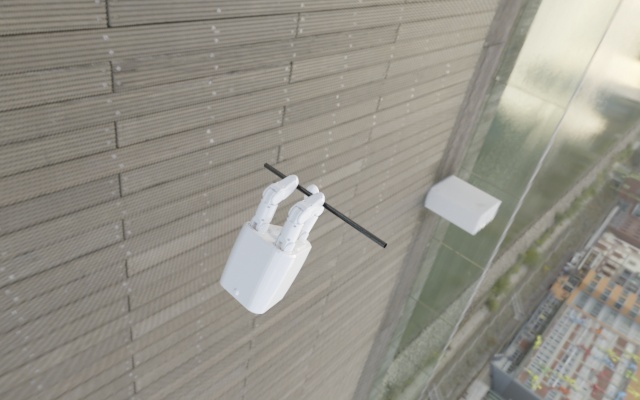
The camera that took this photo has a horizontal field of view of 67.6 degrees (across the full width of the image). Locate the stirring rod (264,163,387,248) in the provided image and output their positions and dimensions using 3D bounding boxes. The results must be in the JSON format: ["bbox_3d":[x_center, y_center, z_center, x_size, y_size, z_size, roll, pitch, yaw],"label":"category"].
[{"bbox_3d":[0.000,0.002,0.701,0.239,0.011,0.011,34,18,29],"label":"stirring rod"}]
